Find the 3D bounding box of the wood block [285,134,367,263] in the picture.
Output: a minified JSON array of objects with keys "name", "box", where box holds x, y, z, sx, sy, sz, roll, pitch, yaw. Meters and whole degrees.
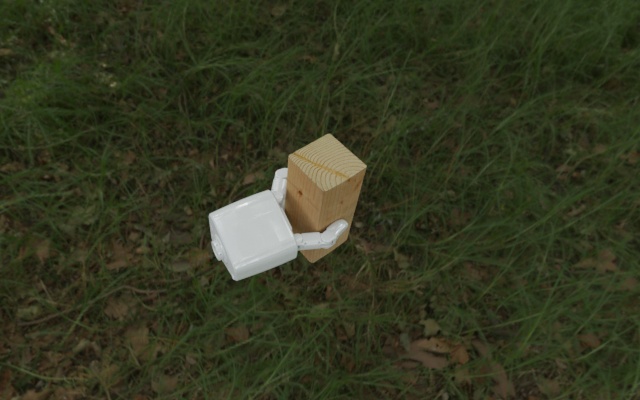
[{"name":"wood block","box":[0.000,0.003,0.811,0.090,0.090,0.206,-32,-27,-27]}]
